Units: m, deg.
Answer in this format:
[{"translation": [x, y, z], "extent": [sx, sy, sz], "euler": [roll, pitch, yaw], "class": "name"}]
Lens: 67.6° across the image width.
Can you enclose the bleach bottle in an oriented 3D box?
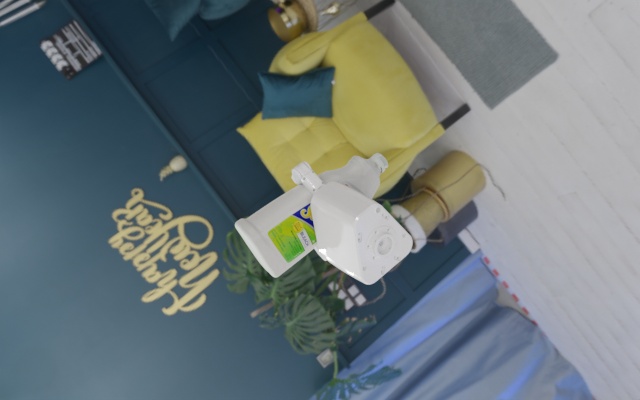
[{"translation": [0.000, 0.002, 0.729], "extent": [0.251, 0.103, 0.068], "euler": [-38, 32, -16], "class": "bleach bottle"}]
